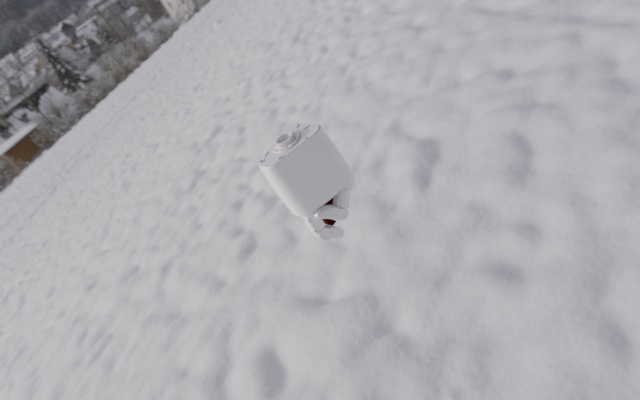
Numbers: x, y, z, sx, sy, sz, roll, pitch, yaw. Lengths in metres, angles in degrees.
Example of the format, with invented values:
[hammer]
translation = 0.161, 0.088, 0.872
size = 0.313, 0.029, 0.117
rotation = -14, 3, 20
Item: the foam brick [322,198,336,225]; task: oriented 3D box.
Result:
[foam brick]
translation = 0.000, 0.003, 0.832
size = 0.078, 0.053, 0.051
rotation = 16, -30, 52
